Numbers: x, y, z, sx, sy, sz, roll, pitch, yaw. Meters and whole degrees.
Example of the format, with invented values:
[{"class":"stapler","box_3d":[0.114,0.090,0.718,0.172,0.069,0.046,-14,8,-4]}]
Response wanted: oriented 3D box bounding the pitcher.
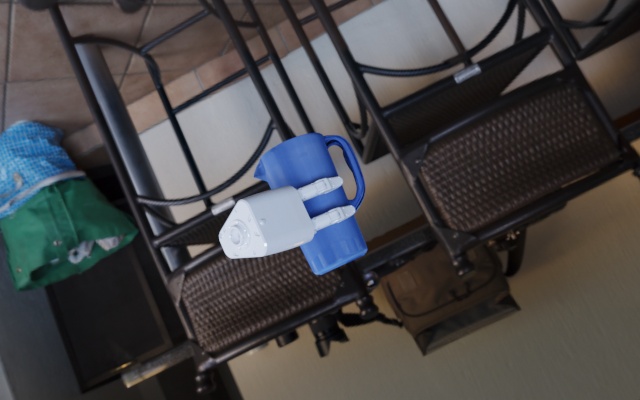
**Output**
[{"class":"pitcher","box_3d":[0.000,0.003,0.881,0.149,0.243,0.145,-31,-10,40]}]
